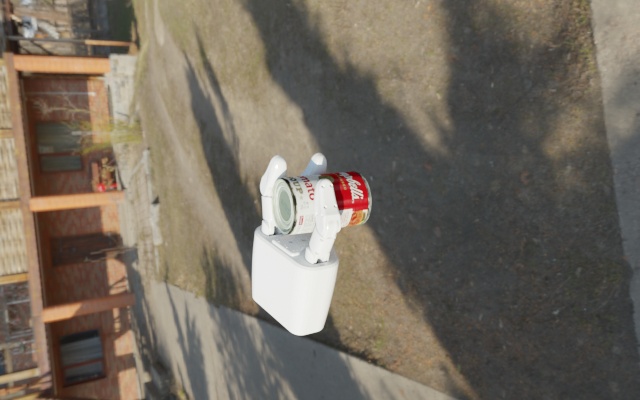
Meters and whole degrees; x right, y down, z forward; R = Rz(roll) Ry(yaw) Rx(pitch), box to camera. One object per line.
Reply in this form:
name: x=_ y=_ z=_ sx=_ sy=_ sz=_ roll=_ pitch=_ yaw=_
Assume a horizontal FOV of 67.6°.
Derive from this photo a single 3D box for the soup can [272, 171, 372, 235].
soup can: x=0.000 y=0.002 z=0.572 sx=0.102 sy=0.068 sz=0.068 roll=-6 pitch=3 yaw=-27
